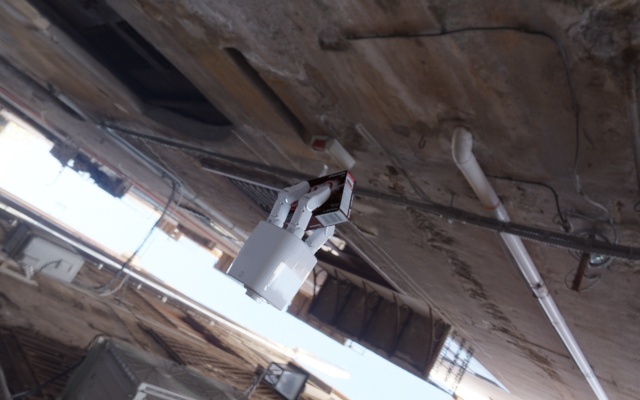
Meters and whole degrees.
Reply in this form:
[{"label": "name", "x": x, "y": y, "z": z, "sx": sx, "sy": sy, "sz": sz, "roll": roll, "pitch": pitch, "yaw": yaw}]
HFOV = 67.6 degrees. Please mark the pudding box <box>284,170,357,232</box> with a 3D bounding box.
[{"label": "pudding box", "x": 0.000, "y": 0.003, "z": 0.814, "sx": 0.113, "sy": 0.090, "sz": 0.039, "roll": -12, "pitch": -44, "yaw": 29}]
